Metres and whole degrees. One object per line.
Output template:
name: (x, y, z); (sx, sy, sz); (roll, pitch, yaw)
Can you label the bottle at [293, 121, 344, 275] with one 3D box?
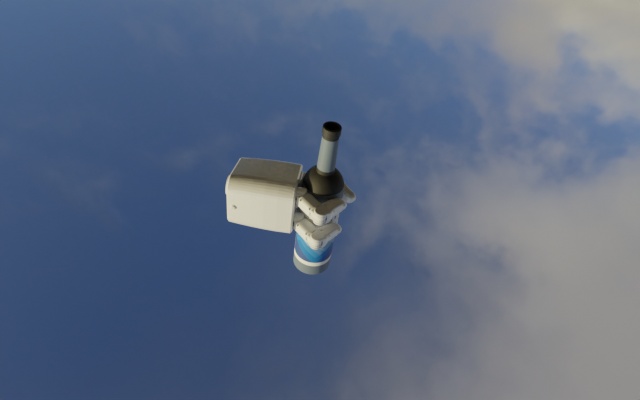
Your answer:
bottle: (0.000, 0.003, 0.772); (0.069, 0.296, 0.069); (5, 43, -4)
